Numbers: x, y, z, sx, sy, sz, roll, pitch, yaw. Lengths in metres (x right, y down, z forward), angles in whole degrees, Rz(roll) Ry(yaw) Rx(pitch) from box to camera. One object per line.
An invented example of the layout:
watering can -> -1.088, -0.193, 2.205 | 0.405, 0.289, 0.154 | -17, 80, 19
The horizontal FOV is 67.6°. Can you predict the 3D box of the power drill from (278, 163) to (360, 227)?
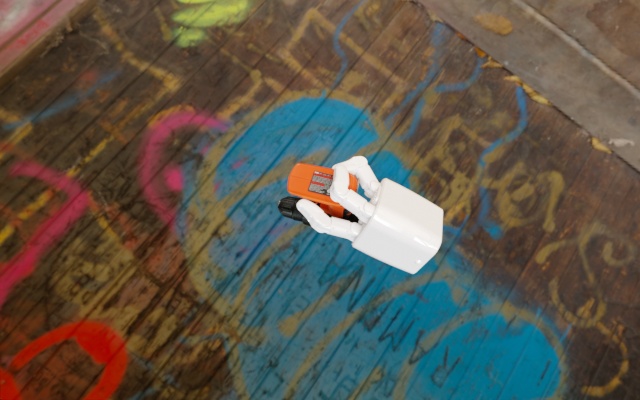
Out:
power drill -> 0.000, 0.003, 0.804 | 0.184, 0.057, 0.188 | 11, -17, 13
